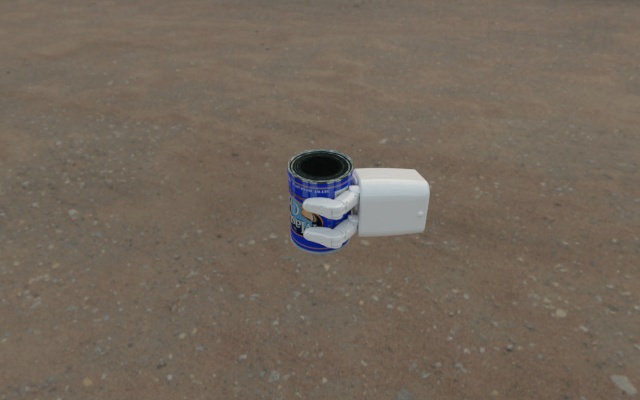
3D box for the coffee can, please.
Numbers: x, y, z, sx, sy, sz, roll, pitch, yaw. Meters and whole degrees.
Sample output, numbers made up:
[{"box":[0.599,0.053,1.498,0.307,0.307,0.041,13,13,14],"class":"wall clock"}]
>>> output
[{"box":[0.000,0.003,0.772,0.103,0.140,0.102,0,34,0],"class":"coffee can"}]
